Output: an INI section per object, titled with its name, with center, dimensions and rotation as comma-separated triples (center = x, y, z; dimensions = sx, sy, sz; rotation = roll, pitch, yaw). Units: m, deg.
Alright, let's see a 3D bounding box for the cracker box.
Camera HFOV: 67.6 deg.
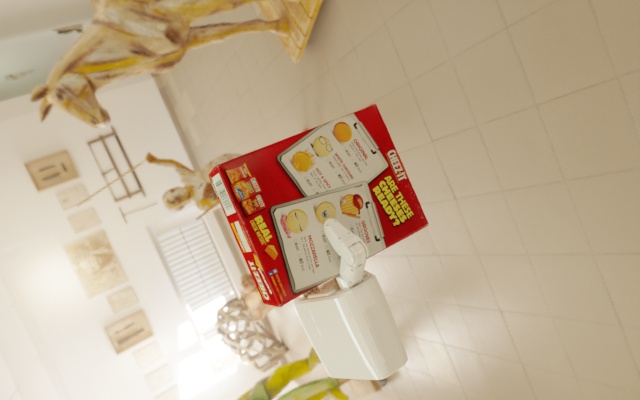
[cracker box]
center = 0.000, 0.002, 0.562
dimensions = 0.213, 0.164, 0.072
rotation = -25, 3, -25
